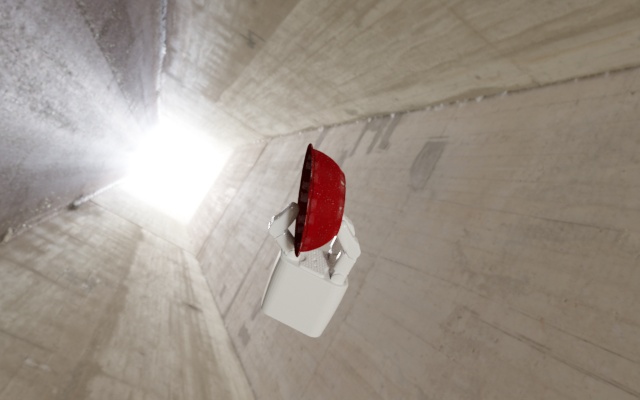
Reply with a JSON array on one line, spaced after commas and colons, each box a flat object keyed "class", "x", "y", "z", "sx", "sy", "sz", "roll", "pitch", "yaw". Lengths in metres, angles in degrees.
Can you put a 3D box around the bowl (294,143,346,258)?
[{"class": "bowl", "x": 0.001, "y": 0.001, "z": 0.673, "sx": 0.055, "sy": 0.162, "sz": 0.162, "roll": 7, "pitch": -1, "yaw": -7}]
